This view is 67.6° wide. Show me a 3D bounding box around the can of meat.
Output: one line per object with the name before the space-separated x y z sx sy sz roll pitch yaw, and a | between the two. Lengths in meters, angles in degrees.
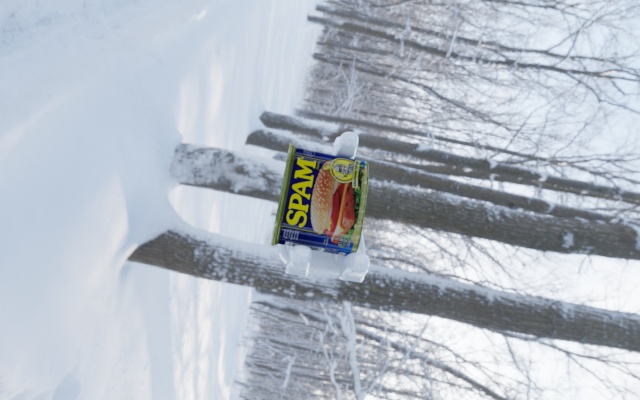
can of meat | 0.000 0.002 0.483 0.084 0.102 0.057 11 -16 -5
